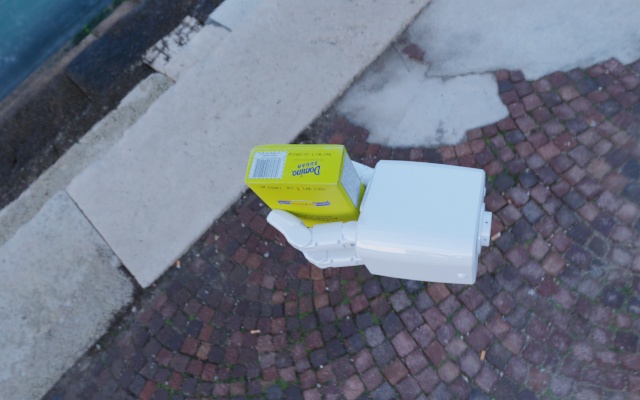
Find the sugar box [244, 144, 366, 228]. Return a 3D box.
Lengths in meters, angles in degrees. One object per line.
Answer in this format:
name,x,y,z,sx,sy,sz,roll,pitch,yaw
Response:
sugar box,0.000,0.002,0.502,0.093,0.048,0.176,3,-24,20
